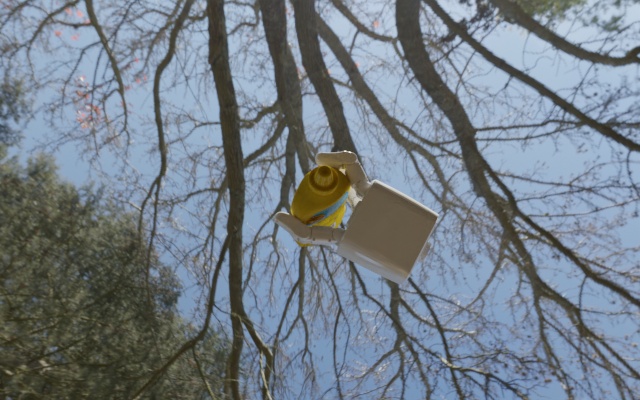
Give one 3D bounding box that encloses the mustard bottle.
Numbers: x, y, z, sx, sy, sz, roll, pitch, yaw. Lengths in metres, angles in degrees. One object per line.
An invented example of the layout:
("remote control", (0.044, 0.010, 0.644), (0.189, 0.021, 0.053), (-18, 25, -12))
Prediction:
("mustard bottle", (0.000, 0.002, 0.708), (0.096, 0.058, 0.192), (-33, -18, -17))
